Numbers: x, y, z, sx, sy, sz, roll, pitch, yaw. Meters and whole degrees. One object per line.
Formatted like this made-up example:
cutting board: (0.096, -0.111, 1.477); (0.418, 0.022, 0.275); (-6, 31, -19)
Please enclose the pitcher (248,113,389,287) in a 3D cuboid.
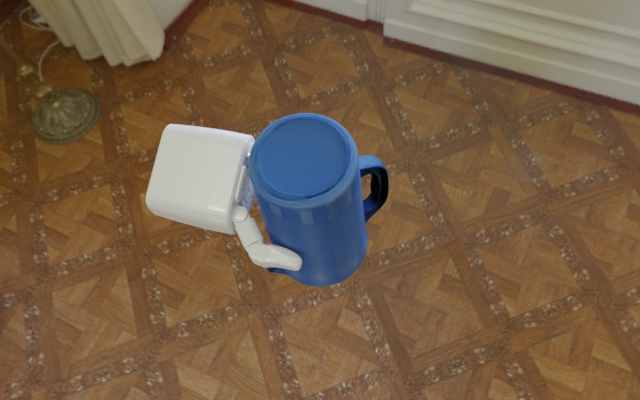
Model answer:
pitcher: (0.000, 0.002, 0.564); (0.145, 0.149, 0.243); (13, -23, 10)
